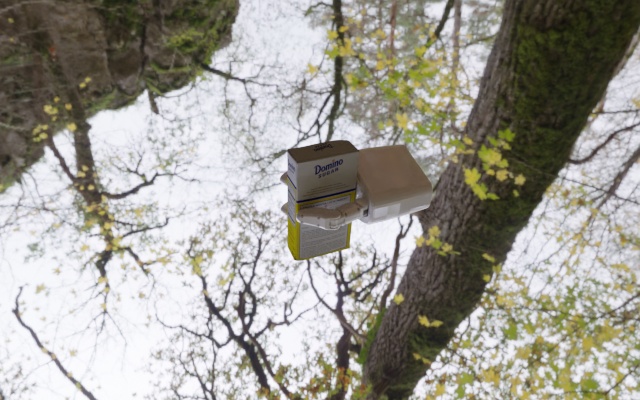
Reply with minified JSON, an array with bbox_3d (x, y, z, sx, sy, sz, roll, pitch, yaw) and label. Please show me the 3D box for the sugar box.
[{"bbox_3d":[0.000,0.002,0.687,0.093,0.176,0.048,-12,37,-21],"label":"sugar box"}]
